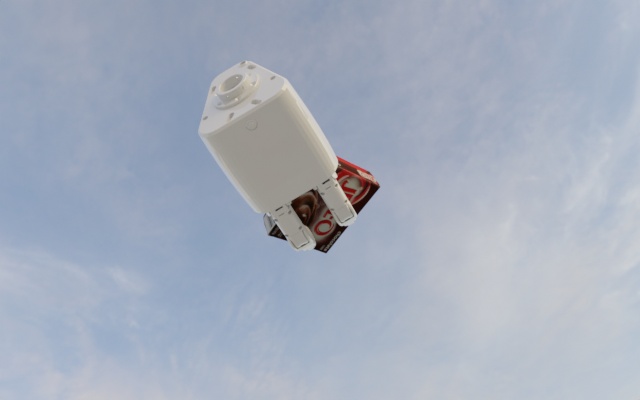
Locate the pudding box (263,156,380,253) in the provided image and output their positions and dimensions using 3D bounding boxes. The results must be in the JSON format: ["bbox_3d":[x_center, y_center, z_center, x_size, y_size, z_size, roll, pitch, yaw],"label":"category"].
[{"bbox_3d":[0.000,0.002,0.552,0.090,0.113,0.039,22,28,-35],"label":"pudding box"}]
